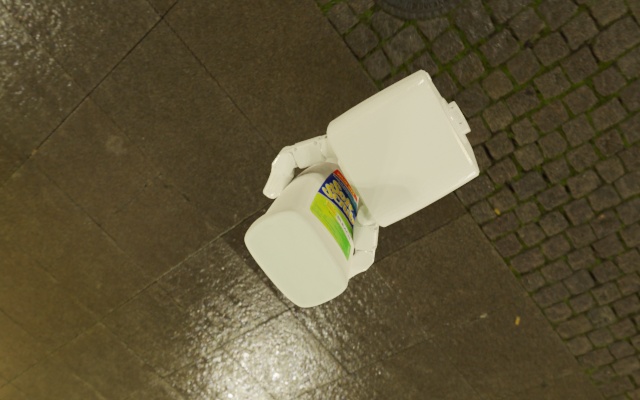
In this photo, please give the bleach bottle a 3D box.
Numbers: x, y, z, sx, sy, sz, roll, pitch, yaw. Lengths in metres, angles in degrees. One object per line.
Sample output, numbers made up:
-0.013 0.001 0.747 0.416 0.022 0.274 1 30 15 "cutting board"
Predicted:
0.000 0.002 0.527 0.068 0.102 0.250 -28 18 22 "bleach bottle"
